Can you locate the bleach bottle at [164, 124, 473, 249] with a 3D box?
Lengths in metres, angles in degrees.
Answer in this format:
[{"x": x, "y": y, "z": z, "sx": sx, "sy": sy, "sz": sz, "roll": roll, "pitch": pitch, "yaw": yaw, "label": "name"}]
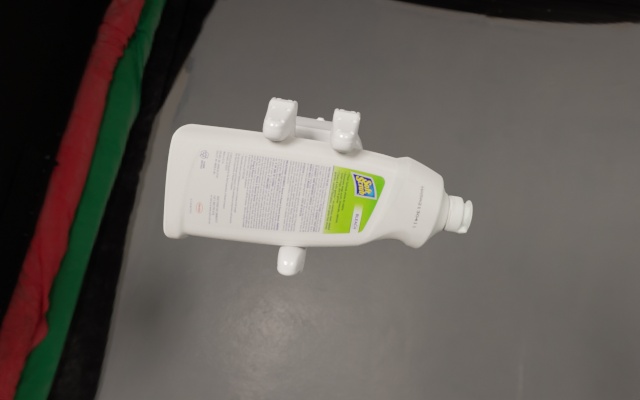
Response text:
[{"x": 0.000, "y": 0.001, "z": 0.411, "sx": 0.251, "sy": 0.102, "sz": 0.068, "roll": 10, "pitch": 16, "yaw": 1, "label": "bleach bottle"}]
